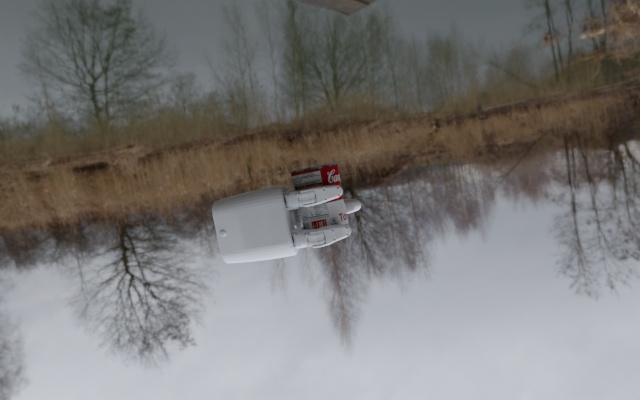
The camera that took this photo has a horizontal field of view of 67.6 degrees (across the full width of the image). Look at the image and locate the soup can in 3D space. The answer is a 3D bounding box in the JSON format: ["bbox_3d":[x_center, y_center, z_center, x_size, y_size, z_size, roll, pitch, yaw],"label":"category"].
[{"bbox_3d":[0.001,0.002,0.677,0.068,0.102,0.068,-11,3,1],"label":"soup can"}]
